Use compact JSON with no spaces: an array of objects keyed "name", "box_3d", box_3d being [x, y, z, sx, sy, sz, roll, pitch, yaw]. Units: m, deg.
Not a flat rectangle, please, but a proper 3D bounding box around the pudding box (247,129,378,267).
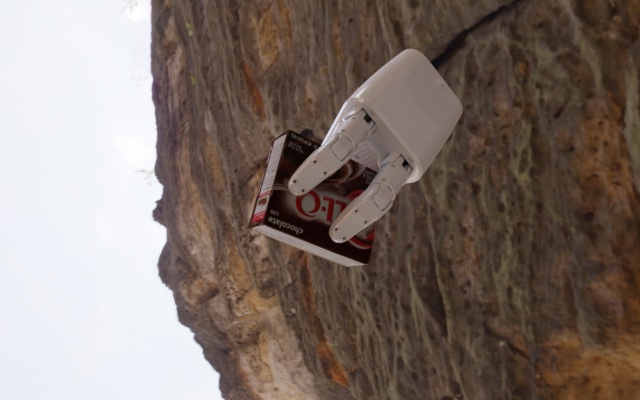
[{"name":"pudding box","box_3d":[0.000,0.001,0.432,0.113,0.090,0.039,22,-23,-24]}]
